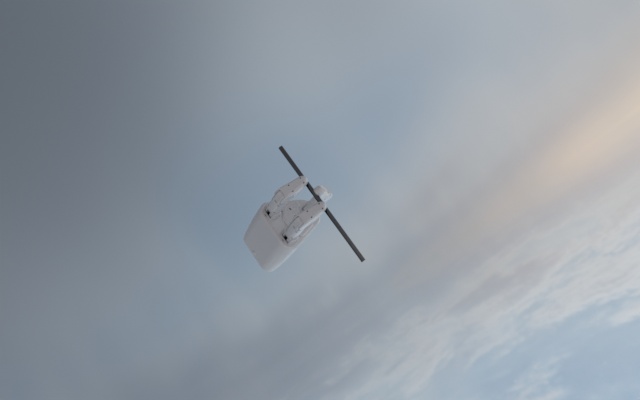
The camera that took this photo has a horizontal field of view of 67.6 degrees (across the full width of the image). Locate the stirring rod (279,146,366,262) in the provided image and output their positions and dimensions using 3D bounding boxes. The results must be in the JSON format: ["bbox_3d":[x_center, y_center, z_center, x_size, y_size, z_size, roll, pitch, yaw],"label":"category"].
[{"bbox_3d":[0.000,0.003,0.795,0.011,0.239,0.011,-34,-13,-9],"label":"stirring rod"}]
